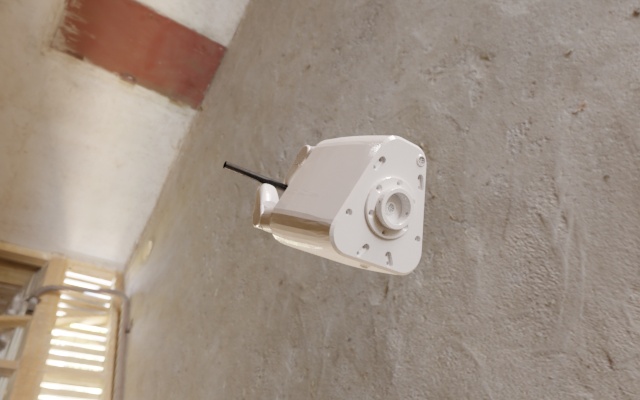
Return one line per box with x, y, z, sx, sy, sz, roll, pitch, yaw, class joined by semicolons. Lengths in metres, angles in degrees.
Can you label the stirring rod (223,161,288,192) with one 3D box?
0.000;0.002;0.548;0.239;0.011;0.011;21;-11;-29;stirring rod
